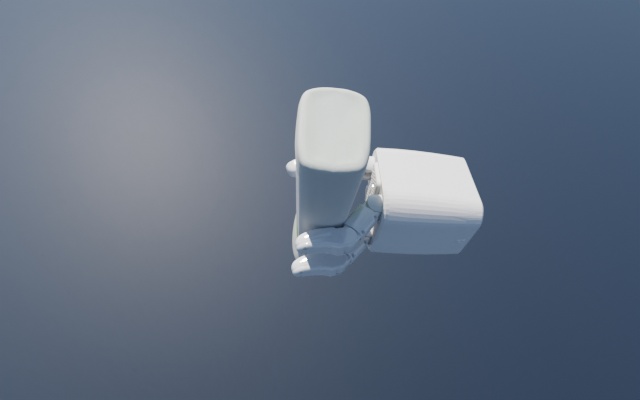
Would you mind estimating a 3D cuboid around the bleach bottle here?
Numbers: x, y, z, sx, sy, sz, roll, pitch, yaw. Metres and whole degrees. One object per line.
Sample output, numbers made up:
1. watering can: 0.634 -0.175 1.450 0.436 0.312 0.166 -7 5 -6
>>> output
1. bleach bottle: 0.000 0.002 0.525 0.068 0.102 0.251 5 -32 -3
